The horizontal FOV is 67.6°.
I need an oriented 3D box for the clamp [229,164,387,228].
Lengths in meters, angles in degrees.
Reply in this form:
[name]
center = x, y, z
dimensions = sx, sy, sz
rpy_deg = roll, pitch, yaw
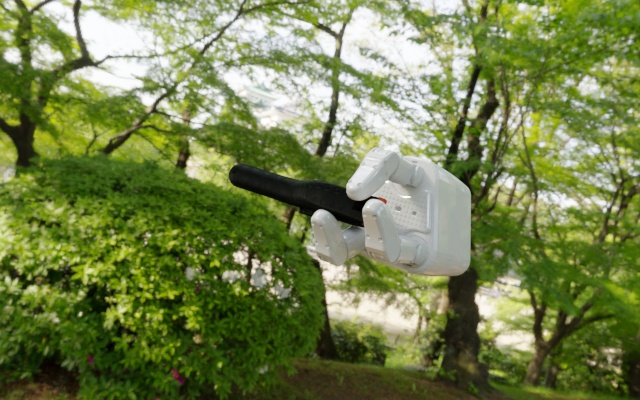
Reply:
[clamp]
center = 0.000, 0.001, 0.486
dimensions = 0.171, 0.039, 0.120
rpy_deg = 17, 0, 38
